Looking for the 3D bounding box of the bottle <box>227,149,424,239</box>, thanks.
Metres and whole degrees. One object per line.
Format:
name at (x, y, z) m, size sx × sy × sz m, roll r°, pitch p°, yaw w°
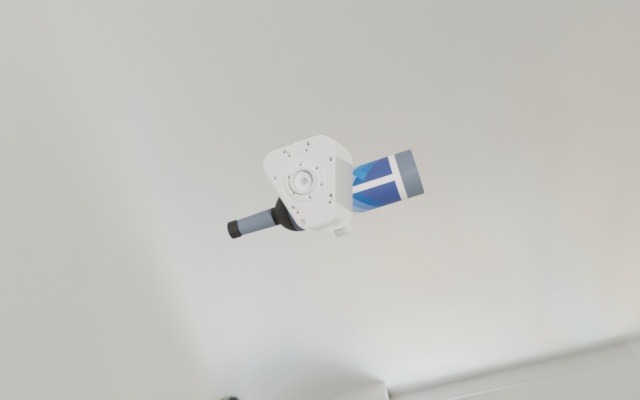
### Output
bottle at (0.000, 0.002, 0.705) m, size 0.296 × 0.069 × 0.069 m, roll -18°, pitch -4°, yaw 11°
